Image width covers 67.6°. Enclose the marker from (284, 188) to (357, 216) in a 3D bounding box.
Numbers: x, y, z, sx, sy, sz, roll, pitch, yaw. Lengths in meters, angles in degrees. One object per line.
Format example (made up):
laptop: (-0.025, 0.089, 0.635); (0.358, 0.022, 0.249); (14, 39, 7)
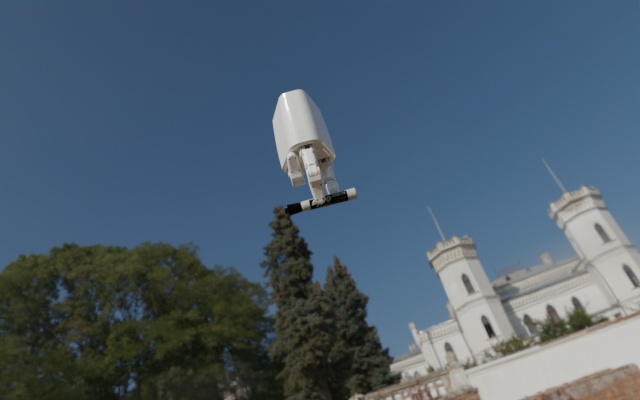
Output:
marker: (0.000, 0.003, 0.786); (0.121, 0.020, 0.020); (-14, 1, -3)
